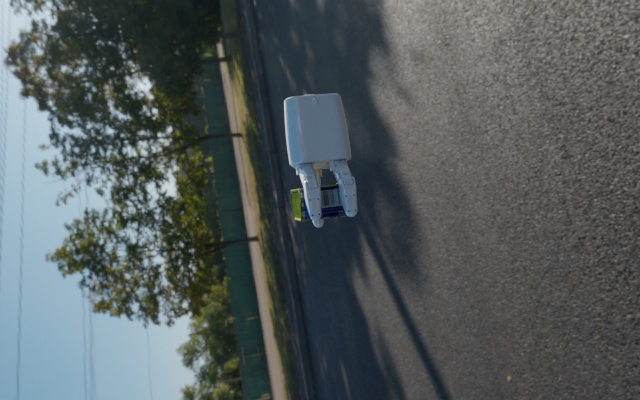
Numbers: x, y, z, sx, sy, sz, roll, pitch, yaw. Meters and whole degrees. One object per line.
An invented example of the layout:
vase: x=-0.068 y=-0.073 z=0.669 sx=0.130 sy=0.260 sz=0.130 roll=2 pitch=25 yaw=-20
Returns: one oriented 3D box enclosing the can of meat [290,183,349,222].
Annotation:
can of meat: x=0.000 y=0.003 z=0.771 sx=0.084 sy=0.057 sz=0.102 roll=-7 pitch=1 yaw=-12
